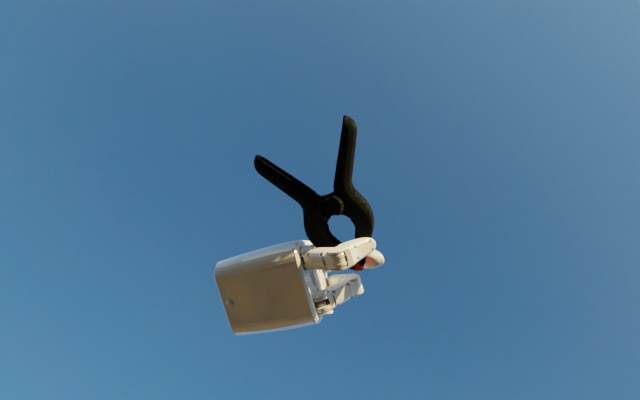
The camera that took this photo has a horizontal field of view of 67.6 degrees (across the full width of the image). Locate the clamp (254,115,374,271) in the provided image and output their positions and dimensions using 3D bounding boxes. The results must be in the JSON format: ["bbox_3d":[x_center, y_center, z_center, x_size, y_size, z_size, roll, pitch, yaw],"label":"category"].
[{"bbox_3d":[0.000,0.002,0.536,0.120,0.171,0.039,-13,9,14],"label":"clamp"}]
